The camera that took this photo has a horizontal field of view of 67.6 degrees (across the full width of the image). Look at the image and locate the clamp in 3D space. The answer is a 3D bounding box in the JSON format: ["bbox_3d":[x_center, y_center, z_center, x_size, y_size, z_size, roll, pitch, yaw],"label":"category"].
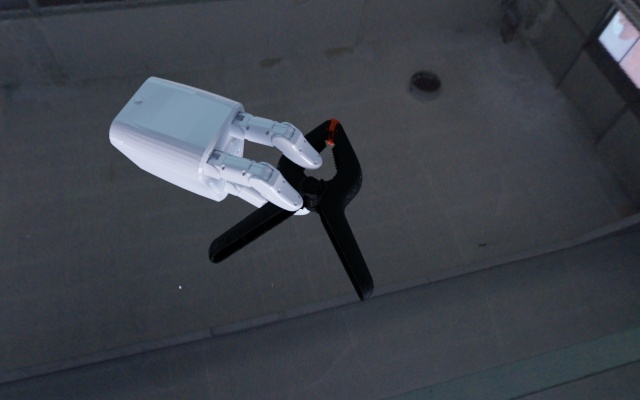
[{"bbox_3d":[0.000,0.002,0.508,0.164,0.210,0.036,20,-31,8],"label":"clamp"}]
